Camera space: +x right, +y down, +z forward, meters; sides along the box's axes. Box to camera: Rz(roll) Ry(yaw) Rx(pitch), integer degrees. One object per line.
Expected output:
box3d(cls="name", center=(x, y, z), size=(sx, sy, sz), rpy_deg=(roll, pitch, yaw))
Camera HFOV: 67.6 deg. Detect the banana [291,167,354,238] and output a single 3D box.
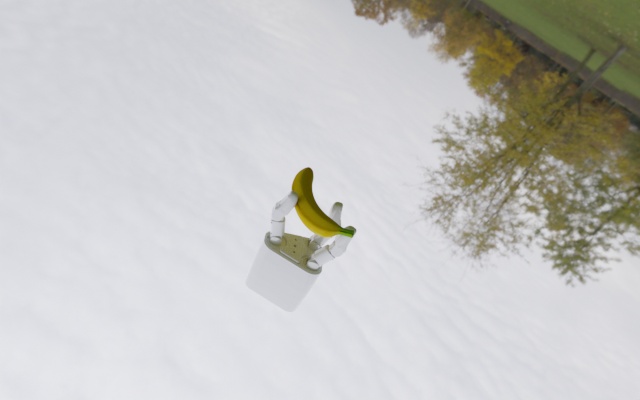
box3d(cls="banana", center=(-0.015, 0.003, 0.808), size=(0.069, 0.037, 0.197), rpy_deg=(5, 35, -30))
